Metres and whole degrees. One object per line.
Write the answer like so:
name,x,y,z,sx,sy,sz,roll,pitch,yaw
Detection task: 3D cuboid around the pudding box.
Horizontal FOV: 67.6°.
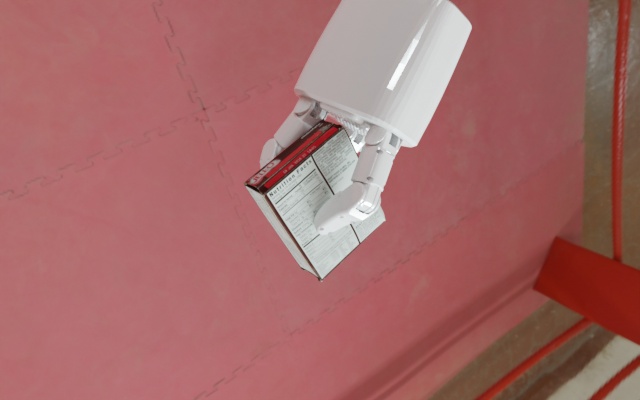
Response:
pudding box,0.000,0.001,0.415,0.090,0.113,0.039,-41,35,-16
